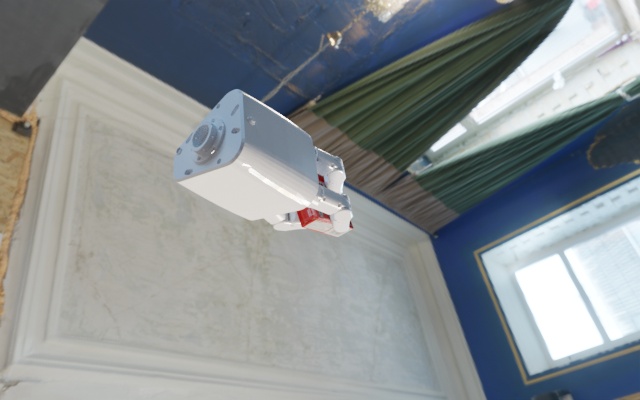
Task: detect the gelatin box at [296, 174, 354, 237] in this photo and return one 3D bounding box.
[{"bbox_3d":[0.000,0.002,0.598,0.030,0.073,0.089,-29,-26,24],"label":"gelatin box"}]
